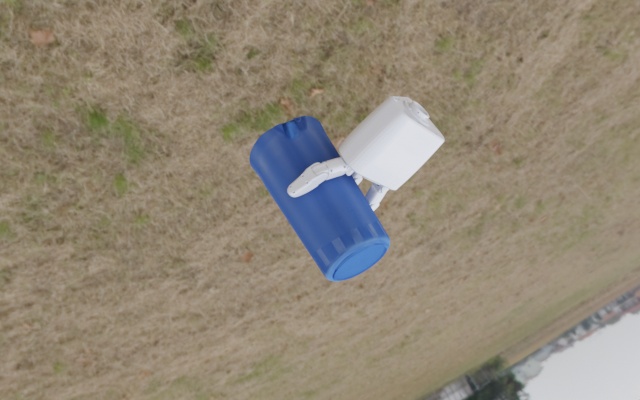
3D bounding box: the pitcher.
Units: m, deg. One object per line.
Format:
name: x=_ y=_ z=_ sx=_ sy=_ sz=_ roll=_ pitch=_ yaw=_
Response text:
pitcher: x=0.000 y=0.002 z=0.738 sx=0.145 sy=0.242 sz=0.149 roll=-45 pitch=-30 yaw=25
